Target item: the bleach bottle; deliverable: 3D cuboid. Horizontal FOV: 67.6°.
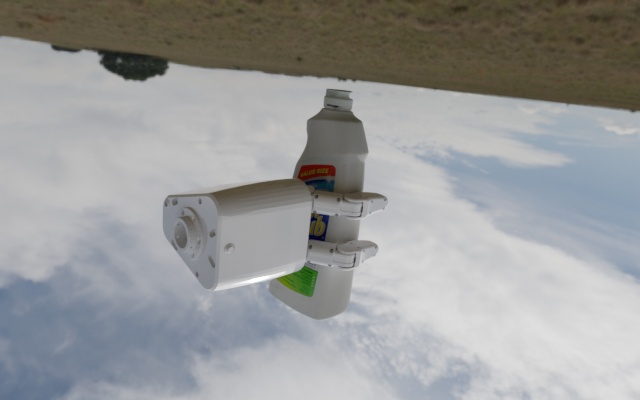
[{"bbox_3d":[0.000,0.002,0.540,0.102,0.251,0.068,21,22,41],"label":"bleach bottle"}]
